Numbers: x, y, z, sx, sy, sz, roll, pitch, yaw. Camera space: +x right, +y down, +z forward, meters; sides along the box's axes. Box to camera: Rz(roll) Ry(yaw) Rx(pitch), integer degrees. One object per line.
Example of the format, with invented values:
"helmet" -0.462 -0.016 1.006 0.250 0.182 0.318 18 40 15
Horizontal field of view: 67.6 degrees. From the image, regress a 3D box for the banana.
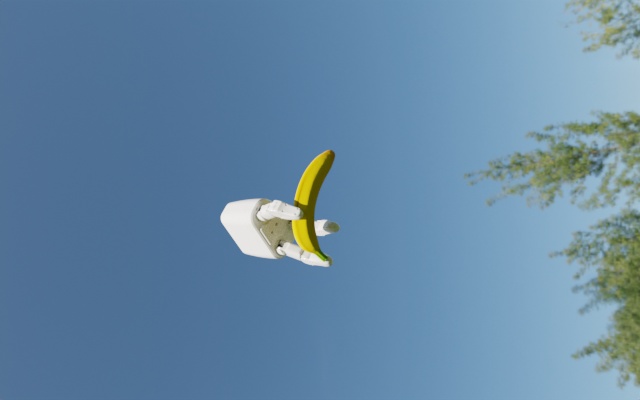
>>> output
"banana" -0.014 0.003 0.822 0.069 0.197 0.037 13 -11 -39
